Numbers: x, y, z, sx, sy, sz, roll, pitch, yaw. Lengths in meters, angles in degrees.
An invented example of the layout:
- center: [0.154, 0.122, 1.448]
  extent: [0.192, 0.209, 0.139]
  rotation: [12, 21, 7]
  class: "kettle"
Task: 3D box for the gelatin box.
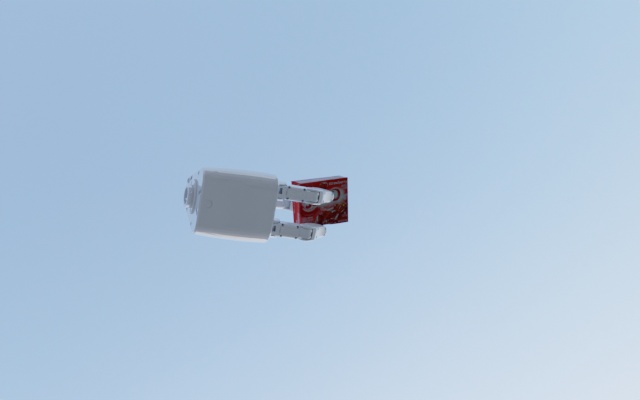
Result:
- center: [0.000, 0.002, 0.743]
  extent: [0.089, 0.073, 0.030]
  rotation: [-8, 14, -28]
  class: "gelatin box"
